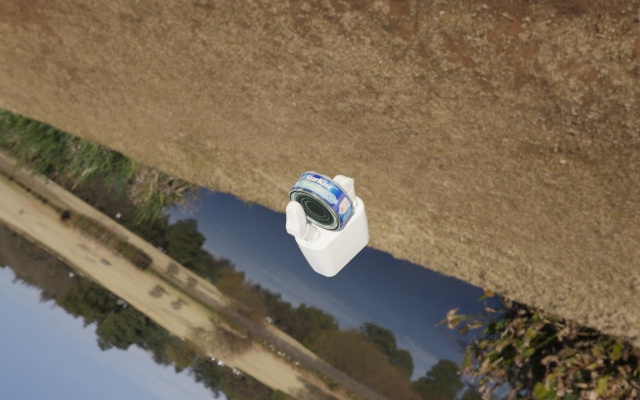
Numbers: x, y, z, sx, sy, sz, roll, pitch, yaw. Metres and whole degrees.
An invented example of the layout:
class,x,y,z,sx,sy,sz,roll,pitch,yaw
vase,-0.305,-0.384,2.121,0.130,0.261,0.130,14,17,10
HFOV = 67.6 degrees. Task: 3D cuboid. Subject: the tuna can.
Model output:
class,x,y,z,sx,sy,sz,roll,pitch,yaw
tuna can,0.000,0.002,0.645,0.086,0.033,0.086,29,-26,16
